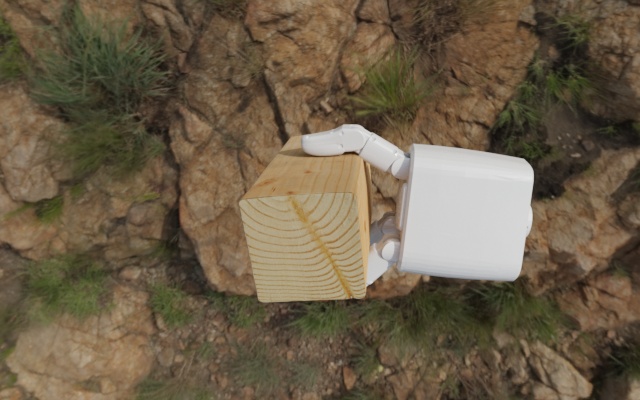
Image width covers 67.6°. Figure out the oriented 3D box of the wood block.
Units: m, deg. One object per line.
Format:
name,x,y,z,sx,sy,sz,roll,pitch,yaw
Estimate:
wood block,0.000,0.001,0.457,0.090,0.091,0.206,-4,20,9
